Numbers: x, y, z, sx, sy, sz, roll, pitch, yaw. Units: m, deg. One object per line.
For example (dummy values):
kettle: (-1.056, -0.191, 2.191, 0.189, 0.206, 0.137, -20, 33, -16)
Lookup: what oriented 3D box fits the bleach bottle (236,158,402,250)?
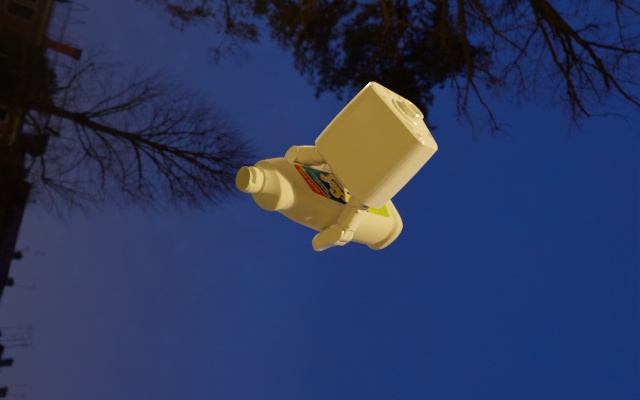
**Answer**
bleach bottle: (0.000, 0.002, 0.635, 0.251, 0.102, 0.068, 14, -50, -45)
